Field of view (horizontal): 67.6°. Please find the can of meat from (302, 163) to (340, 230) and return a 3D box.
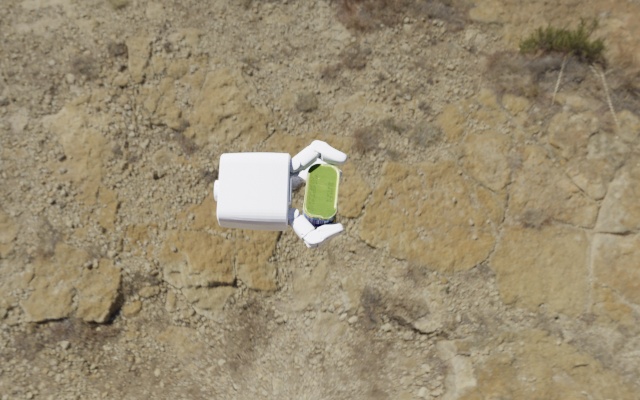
[{"bbox_3d":[0.000,0.002,0.760,0.057,0.102,0.084,6,-27,0],"label":"can of meat"}]
